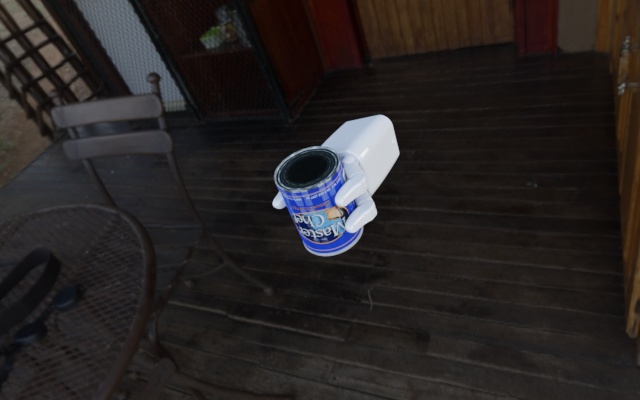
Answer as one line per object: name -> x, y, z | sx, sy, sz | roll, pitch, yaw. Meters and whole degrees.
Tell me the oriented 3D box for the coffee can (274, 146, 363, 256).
coffee can -> 0.000, 0.003, 0.740 | 0.103, 0.140, 0.102 | -13, 40, 11
